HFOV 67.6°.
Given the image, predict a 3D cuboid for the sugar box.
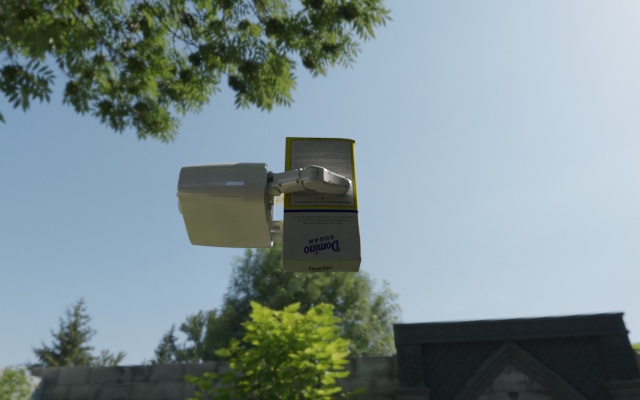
[{"bbox_3d":[0.000,0.002,0.595,0.093,0.176,0.048,1,-29,-2],"label":"sugar box"}]
